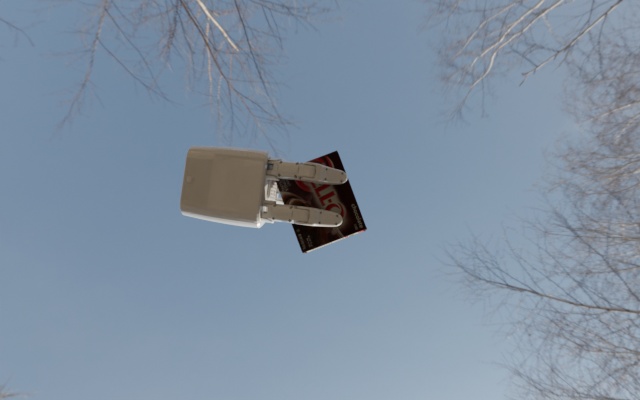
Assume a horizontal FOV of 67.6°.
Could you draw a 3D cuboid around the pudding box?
[{"bbox_3d":[0.000,0.002,0.630,0.090,0.113,0.039,-21,-4,2],"label":"pudding box"}]
